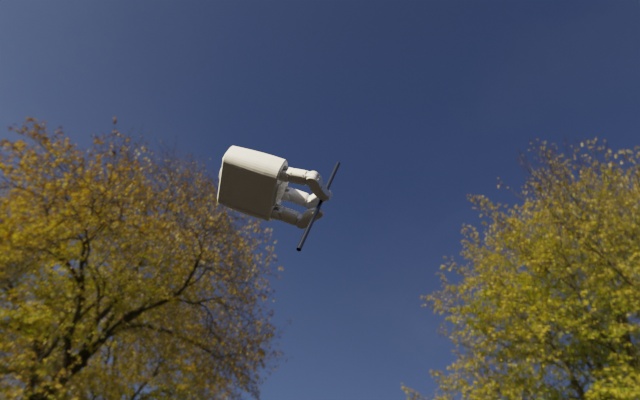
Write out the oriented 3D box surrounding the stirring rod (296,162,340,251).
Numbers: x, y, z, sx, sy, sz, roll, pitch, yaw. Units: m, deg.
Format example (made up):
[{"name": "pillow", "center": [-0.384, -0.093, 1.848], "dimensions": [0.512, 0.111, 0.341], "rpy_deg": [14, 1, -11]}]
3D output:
[{"name": "stirring rod", "center": [0.000, 0.003, 0.844], "dimensions": [0.011, 0.011, 0.239], "rpy_deg": [0, 39, 22]}]
